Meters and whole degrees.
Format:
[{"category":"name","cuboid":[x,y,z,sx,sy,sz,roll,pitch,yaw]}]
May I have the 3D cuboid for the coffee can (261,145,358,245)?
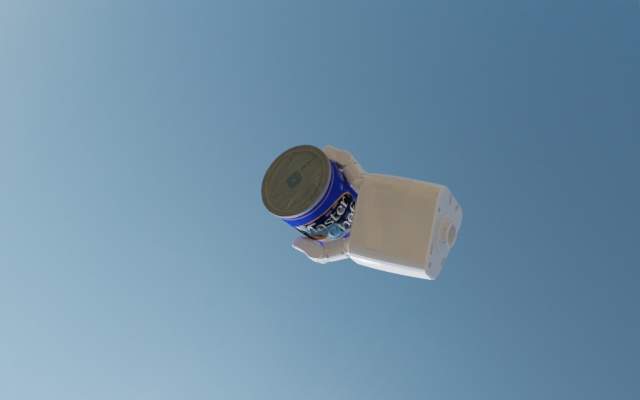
[{"category":"coffee can","cuboid":[0.000,0.002,0.658,0.103,0.102,0.140,0,-24,33]}]
